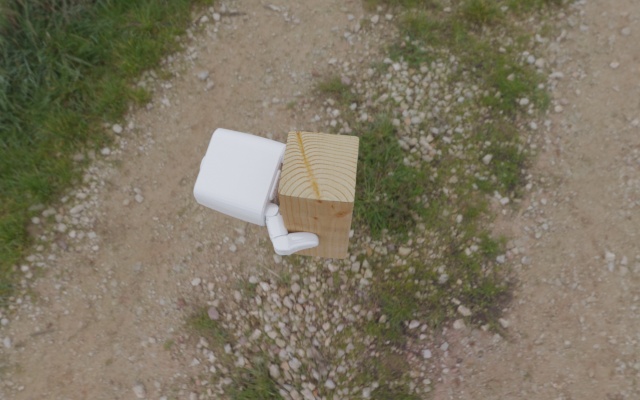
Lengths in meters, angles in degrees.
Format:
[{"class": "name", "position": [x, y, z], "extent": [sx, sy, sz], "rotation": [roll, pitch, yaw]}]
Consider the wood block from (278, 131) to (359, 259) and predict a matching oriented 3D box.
[{"class": "wood block", "position": [0.000, 0.002, 0.655], "extent": [0.090, 0.090, 0.206], "rotation": [6, -25, 3]}]
